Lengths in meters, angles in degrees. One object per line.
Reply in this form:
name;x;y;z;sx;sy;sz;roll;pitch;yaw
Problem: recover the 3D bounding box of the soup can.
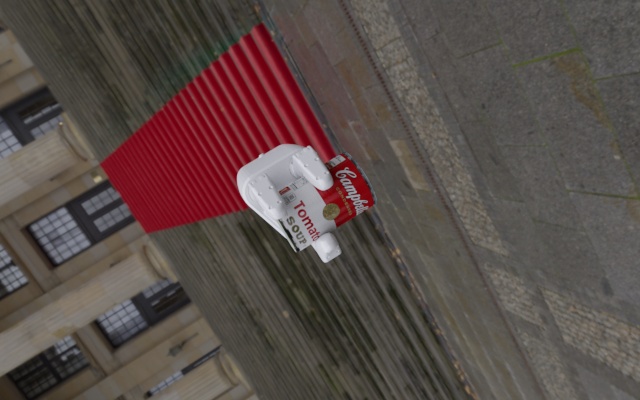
soup can;0.000;0.002;0.517;0.102;0.068;0.068;-31;4;-7
